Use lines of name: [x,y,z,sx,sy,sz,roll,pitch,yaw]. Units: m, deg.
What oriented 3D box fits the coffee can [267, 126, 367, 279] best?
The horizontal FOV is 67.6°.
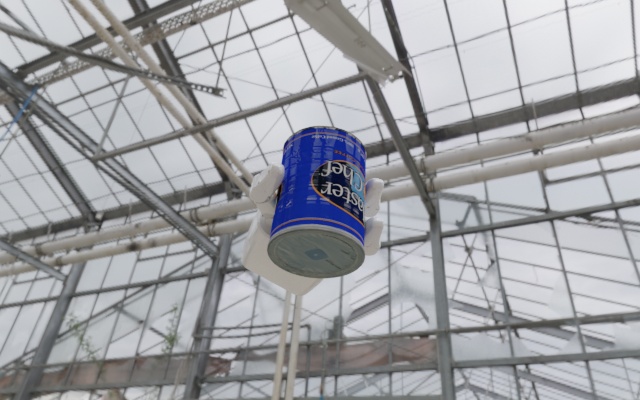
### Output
coffee can: [0.000,0.002,0.537,0.103,0.140,0.103,3,-36,2]
